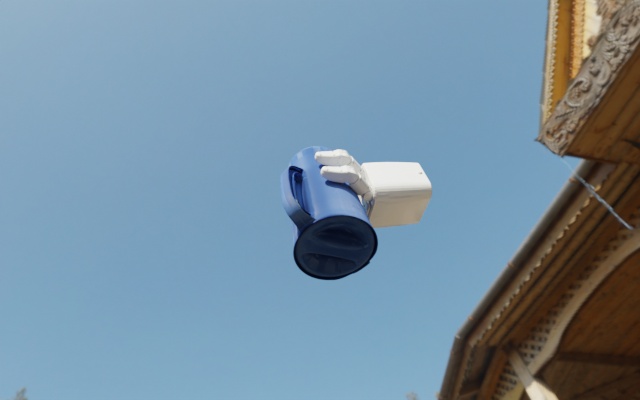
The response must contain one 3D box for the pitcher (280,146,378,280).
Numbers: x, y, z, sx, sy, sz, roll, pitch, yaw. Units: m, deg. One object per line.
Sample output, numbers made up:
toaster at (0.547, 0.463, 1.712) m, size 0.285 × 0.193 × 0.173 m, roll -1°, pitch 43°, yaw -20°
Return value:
pitcher at (0.000, 0.003, 0.819) m, size 0.145 × 0.149 × 0.242 m, roll -4°, pitch 37°, yaw -9°
